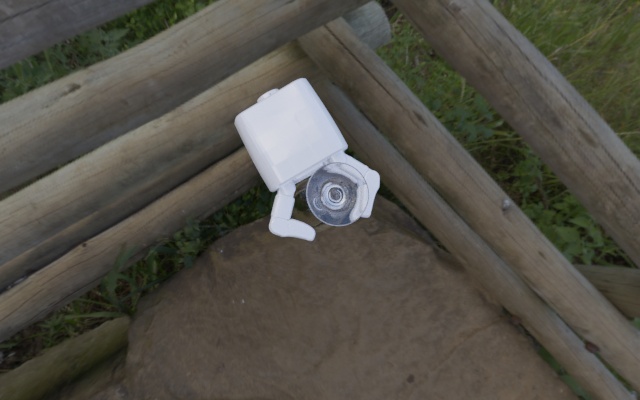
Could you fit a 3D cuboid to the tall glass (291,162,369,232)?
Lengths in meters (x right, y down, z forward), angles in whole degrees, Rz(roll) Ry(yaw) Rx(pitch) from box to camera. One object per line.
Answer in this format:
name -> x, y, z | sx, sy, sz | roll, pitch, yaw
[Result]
tall glass -> 0.000, 0.002, 0.644 | 0.079, 0.079, 0.201 | 0, -6, -12
